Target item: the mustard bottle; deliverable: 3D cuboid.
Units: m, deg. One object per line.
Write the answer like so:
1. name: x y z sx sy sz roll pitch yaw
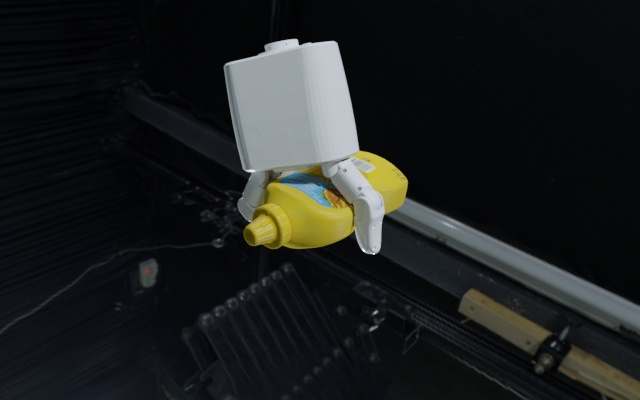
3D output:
1. mustard bottle: 0.000 0.002 0.482 0.096 0.058 0.191 29 35 31
